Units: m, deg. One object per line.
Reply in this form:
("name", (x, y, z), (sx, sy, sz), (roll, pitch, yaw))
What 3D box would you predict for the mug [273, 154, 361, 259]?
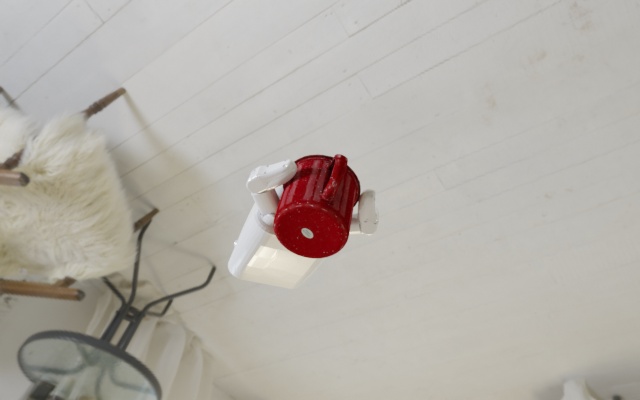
("mug", (0.001, 0.001, 0.520), (0.093, 0.117, 0.081), (25, 39, -10))
